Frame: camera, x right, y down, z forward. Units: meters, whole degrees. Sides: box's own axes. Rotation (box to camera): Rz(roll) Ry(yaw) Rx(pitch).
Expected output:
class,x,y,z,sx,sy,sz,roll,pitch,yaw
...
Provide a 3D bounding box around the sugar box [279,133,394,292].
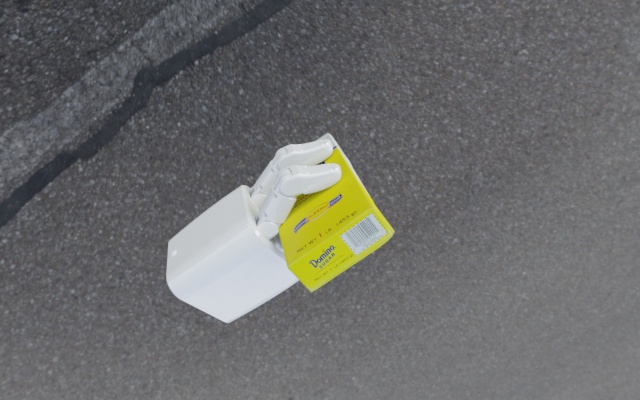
class,x,y,z,sx,sy,sz,roll,pitch,yaw
sugar box,0.000,0.001,0.483,0.093,0.048,0.176,-35,33,6
